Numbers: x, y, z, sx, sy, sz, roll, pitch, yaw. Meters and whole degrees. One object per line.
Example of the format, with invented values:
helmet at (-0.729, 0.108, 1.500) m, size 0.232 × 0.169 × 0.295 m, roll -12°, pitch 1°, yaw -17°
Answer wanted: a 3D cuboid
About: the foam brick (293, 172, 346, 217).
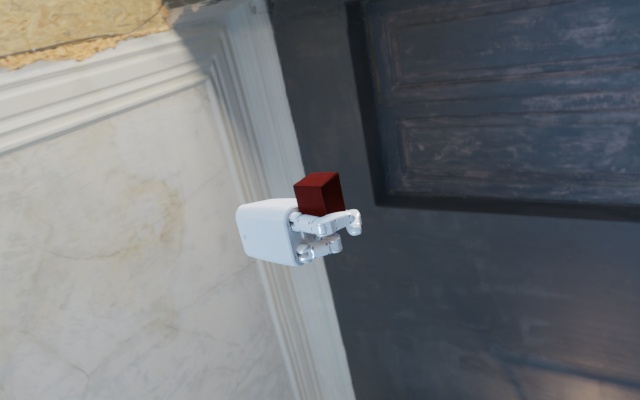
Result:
foam brick at (0.000, 0.002, 0.713) m, size 0.051 × 0.078 × 0.053 m, roll 5°, pitch 27°, yaw 34°
